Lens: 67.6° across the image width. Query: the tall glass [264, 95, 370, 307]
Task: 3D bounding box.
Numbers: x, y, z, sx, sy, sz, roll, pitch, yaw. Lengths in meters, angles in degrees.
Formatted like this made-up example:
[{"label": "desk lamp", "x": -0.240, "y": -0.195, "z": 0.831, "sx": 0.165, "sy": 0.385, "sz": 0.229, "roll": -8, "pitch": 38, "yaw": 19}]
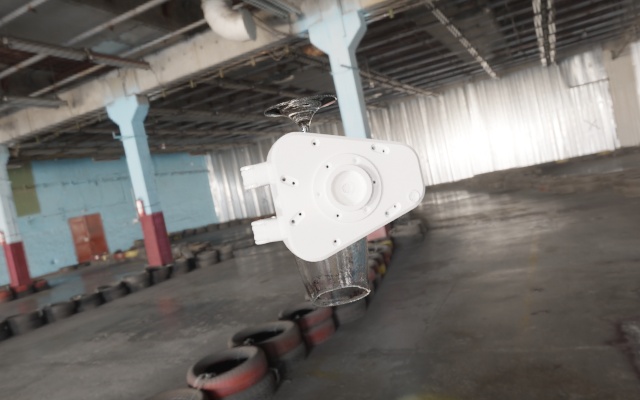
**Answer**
[{"label": "tall glass", "x": 0.000, "y": 0.001, "z": 0.483, "sx": 0.079, "sy": 0.201, "sz": 0.079, "roll": -12, "pitch": 2, "yaw": 0}]
